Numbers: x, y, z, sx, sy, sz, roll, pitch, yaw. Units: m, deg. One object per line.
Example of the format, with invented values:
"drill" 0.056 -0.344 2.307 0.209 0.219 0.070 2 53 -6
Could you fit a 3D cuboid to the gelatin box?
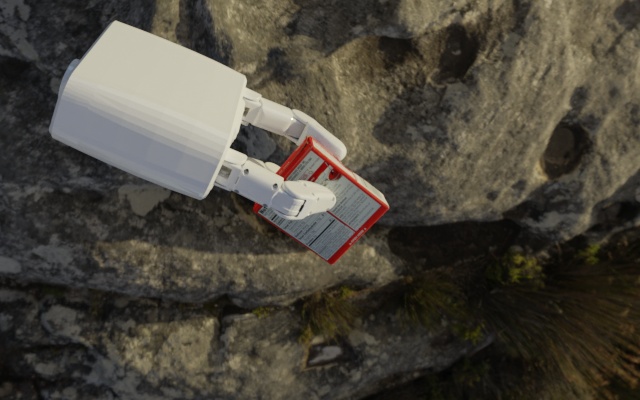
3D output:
"gelatin box" 0.000 0.002 0.401 0.089 0.073 0.030 37 17 -19
